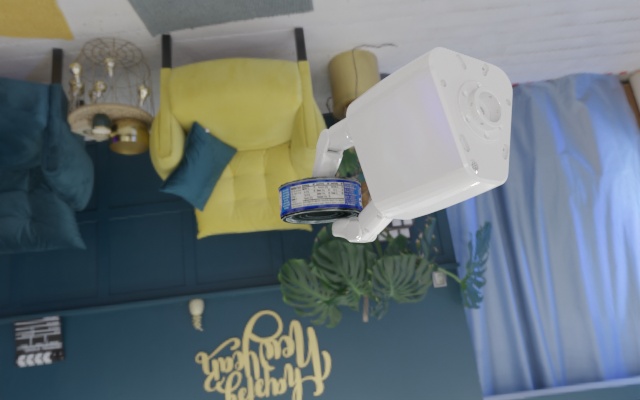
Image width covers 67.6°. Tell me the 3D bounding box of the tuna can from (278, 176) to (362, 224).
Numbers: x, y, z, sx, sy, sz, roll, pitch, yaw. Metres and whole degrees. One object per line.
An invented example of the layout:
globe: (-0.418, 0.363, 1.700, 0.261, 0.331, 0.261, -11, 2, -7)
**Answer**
tuna can: (0.000, 0.002, 0.491, 0.086, 0.033, 0.086, -4, -11, -1)
